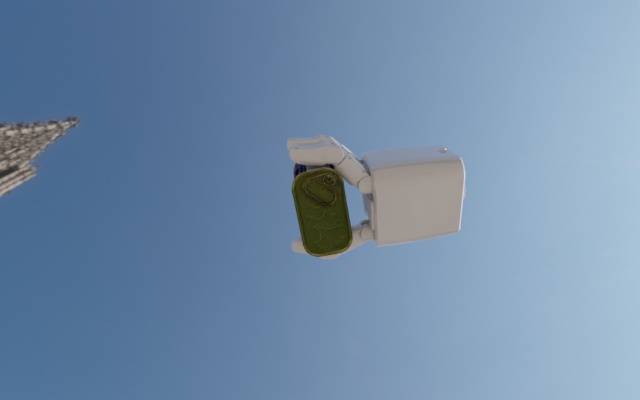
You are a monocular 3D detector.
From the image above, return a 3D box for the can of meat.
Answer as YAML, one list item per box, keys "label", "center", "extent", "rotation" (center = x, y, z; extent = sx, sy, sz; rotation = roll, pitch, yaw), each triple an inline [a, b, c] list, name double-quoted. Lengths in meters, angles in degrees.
- label: "can of meat"
  center: [0.000, 0.002, 0.566]
  extent: [0.057, 0.102, 0.084]
  rotation: [-11, 19, 0]
